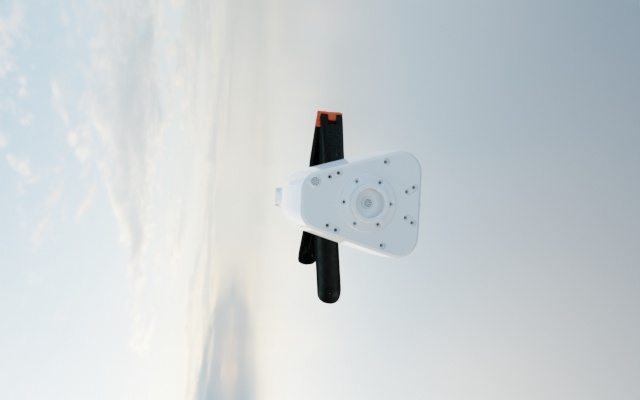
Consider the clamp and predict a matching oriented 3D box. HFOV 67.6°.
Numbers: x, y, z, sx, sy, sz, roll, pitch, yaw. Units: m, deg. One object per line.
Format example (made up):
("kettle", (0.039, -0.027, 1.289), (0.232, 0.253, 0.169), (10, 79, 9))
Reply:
("clamp", (-0.001, 0.001, 0.570), (0.036, 0.210, 0.164), (3, 1, -12))
